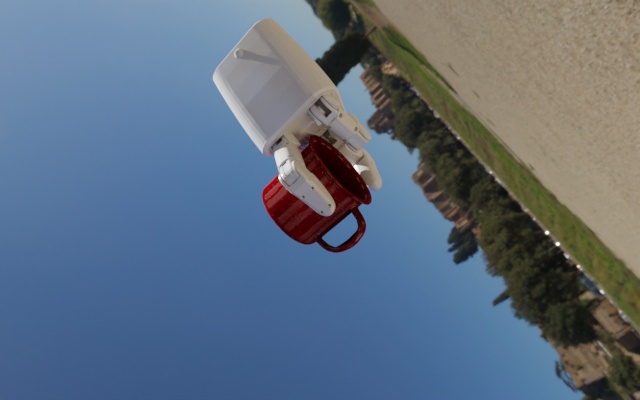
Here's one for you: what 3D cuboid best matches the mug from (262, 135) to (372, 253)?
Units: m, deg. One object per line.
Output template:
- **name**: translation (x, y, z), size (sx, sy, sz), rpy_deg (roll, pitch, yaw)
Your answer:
- **mug**: translation (0.001, 0.003, 0.500), size (0.081, 0.117, 0.093), rpy_deg (-41, -17, 19)
